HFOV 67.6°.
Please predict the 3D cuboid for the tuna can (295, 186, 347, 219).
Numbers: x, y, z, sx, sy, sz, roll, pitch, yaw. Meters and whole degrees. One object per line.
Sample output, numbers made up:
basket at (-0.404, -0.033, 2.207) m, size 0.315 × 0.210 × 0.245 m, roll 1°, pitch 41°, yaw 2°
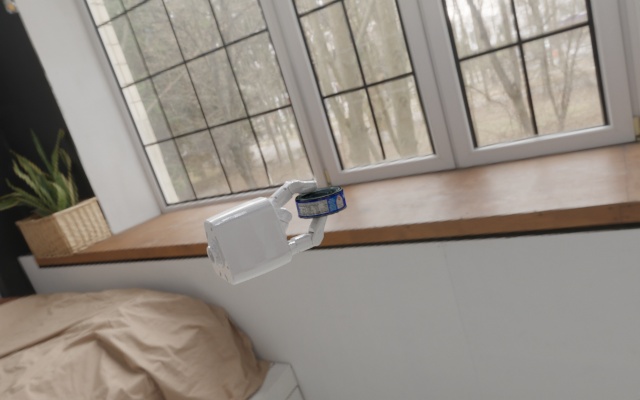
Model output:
tuna can at (0.000, 0.002, 0.812) m, size 0.086 × 0.034 × 0.086 m, roll -12°, pitch 11°, yaw 2°
